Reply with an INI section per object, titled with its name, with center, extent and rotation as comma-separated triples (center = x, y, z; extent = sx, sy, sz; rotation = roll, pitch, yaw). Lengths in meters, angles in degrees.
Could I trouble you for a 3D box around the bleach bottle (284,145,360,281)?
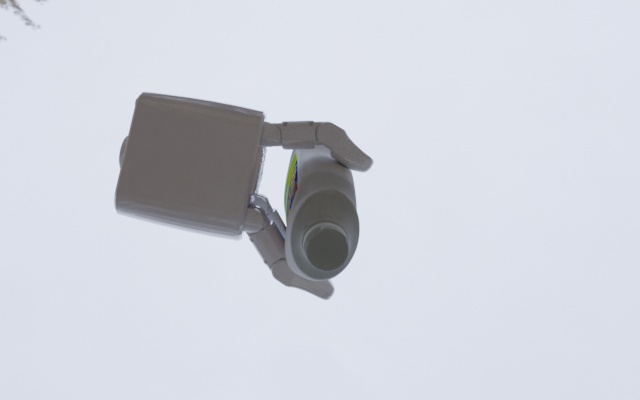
[bleach bottle]
center = 0.000, 0.002, 0.431
extent = 0.068, 0.102, 0.250
rotation = 10, 10, -5
